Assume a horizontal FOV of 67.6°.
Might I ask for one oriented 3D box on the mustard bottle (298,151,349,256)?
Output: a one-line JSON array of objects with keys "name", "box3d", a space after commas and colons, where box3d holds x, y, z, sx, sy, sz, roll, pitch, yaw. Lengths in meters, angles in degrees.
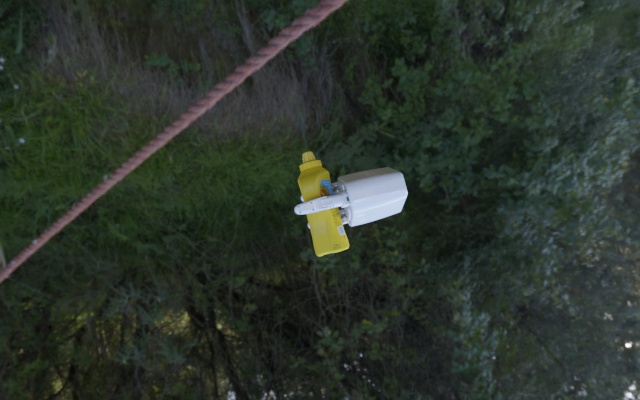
[{"name": "mustard bottle", "box3d": [0.000, 0.003, 0.879, 0.058, 0.191, 0.096, -16, -5, 20]}]
